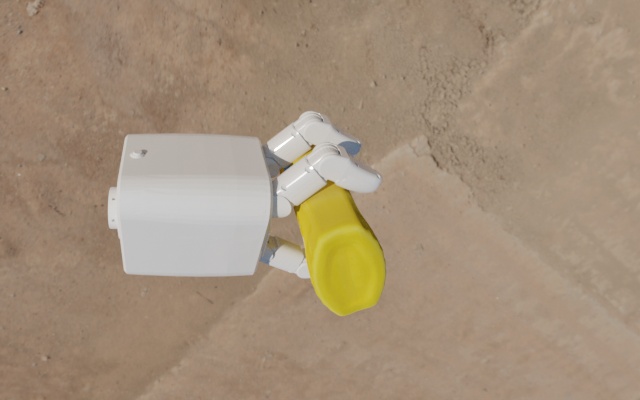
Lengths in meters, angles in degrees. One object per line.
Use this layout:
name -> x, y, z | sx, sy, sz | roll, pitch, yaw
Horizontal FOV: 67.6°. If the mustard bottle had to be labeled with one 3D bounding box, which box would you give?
mustard bottle -> 0.000, 0.001, 0.426 | 0.058, 0.096, 0.191 | -19, 39, -2
